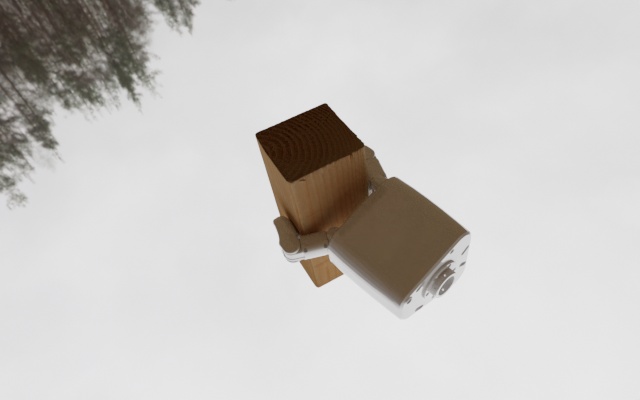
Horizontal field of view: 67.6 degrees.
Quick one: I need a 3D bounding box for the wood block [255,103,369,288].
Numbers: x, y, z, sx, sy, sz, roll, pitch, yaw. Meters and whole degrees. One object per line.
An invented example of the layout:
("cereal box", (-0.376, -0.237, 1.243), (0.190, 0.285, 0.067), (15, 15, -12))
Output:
("wood block", (0.000, 0.002, 0.573), (0.091, 0.206, 0.090), (-26, 51, -13))
